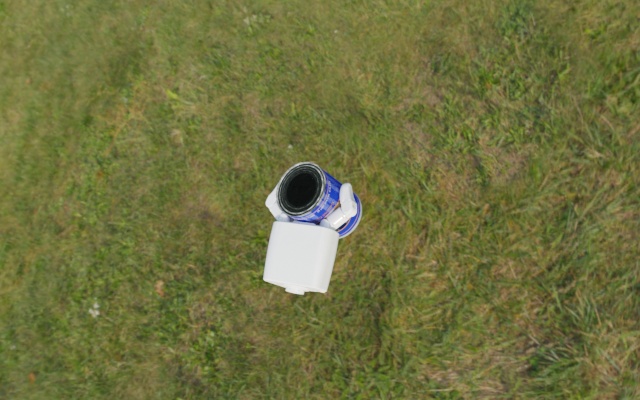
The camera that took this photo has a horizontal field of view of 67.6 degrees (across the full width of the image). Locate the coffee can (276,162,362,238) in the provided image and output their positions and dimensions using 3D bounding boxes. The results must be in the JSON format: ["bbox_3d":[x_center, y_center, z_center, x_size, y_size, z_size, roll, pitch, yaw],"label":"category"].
[{"bbox_3d":[0.000,0.003,0.877,0.103,0.102,0.140,0,-19,33],"label":"coffee can"}]
